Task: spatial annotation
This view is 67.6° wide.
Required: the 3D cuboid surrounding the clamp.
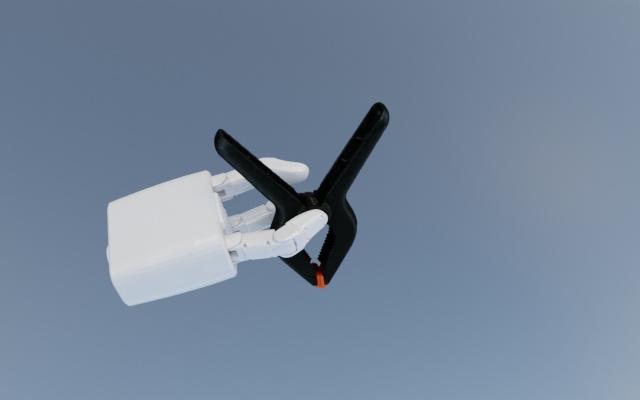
[{"bbox_3d":[0.000,0.003,0.487,0.164,0.210,0.036,-17,35,-6],"label":"clamp"}]
